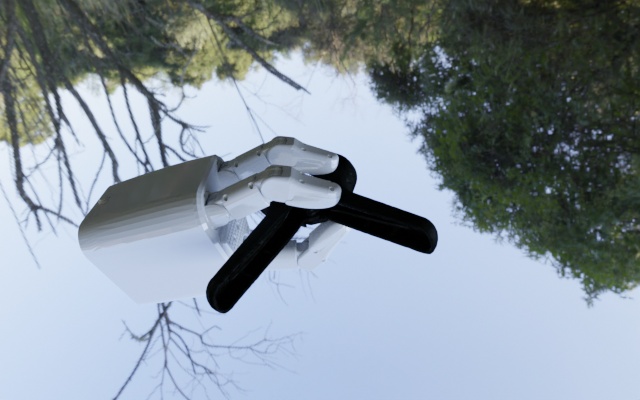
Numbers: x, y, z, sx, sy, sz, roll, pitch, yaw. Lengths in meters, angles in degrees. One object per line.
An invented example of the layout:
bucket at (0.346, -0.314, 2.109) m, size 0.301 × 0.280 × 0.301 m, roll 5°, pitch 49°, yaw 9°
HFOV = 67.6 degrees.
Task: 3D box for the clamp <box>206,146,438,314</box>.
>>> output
clamp at (0.000, 0.002, 0.402) m, size 0.164 × 0.036 × 0.209 m, roll -12°, pitch 31°, yaw 7°
